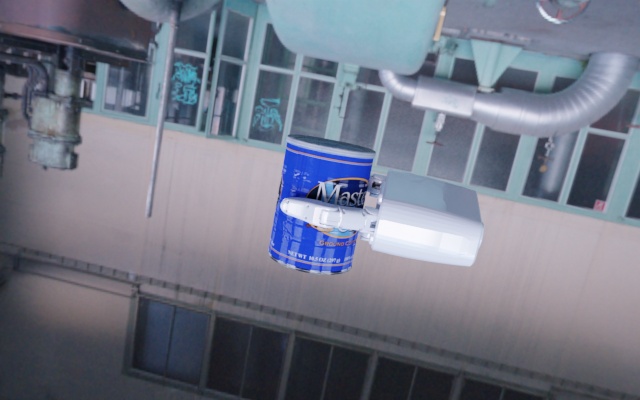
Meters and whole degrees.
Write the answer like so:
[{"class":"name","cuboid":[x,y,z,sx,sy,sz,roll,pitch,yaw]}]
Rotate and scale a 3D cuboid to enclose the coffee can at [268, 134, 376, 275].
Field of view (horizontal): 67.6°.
[{"class":"coffee can","cuboid":[0.000,0.002,0.556,0.103,0.140,0.102,10,12,-2]}]
